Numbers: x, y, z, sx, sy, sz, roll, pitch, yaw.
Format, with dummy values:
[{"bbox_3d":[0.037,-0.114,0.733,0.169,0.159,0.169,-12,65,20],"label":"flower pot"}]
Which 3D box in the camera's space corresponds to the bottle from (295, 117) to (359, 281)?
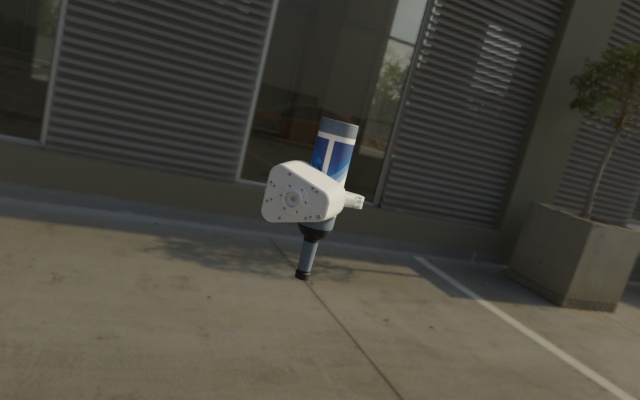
[{"bbox_3d":[0.000,0.003,0.860,0.069,0.296,0.069,14,10,-2],"label":"bottle"}]
